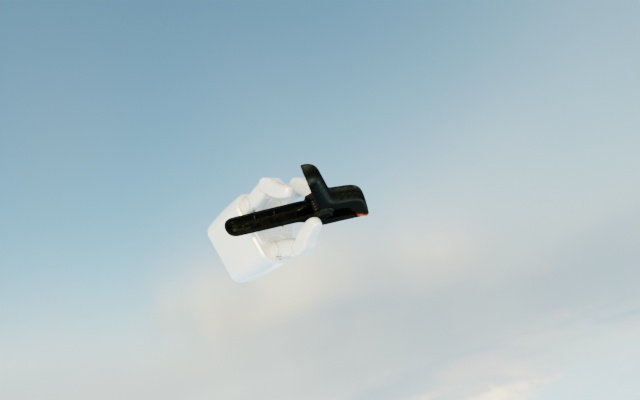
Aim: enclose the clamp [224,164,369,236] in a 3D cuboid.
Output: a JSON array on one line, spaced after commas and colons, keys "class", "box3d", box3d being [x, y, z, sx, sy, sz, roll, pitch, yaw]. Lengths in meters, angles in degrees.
[{"class": "clamp", "box3d": [0.001, 0.003, 0.631, 0.210, 0.036, 0.165, -1, -25, -42]}]
